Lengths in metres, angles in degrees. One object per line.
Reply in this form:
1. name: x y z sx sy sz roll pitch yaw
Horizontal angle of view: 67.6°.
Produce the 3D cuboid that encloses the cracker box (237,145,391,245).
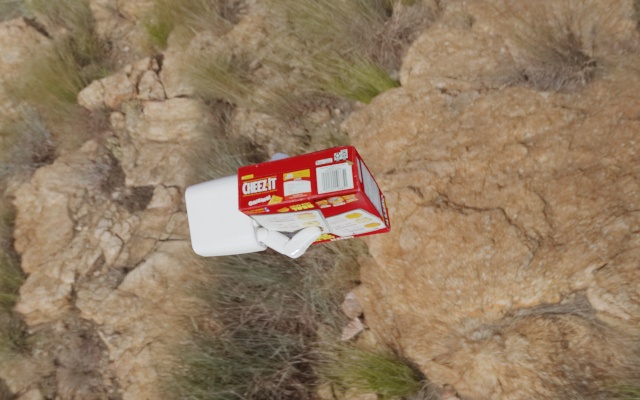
1. cracker box: 0.000 0.002 0.694 0.164 0.072 0.214 -10 -20 15
